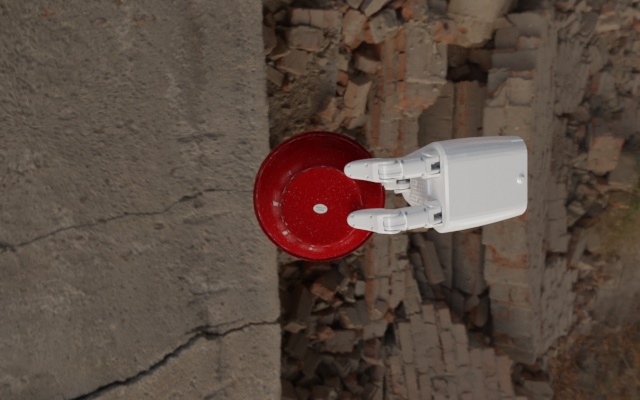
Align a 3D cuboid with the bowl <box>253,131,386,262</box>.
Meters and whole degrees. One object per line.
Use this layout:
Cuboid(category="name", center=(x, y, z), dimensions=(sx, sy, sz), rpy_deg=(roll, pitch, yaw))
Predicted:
Cuboid(category="bowl", center=(-0.001, 0.002, 0.553), dimensions=(0.162, 0.162, 0.055), rpy_deg=(0, 12, -2))
